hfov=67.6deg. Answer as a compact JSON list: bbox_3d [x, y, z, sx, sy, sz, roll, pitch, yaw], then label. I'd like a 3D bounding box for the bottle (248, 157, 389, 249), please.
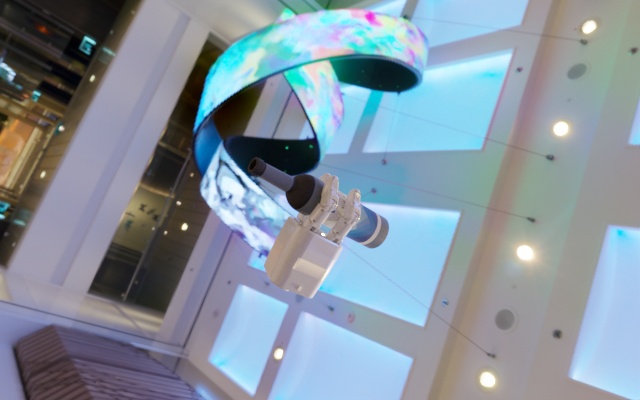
[{"bbox_3d":[0.000,0.003,0.832,0.296,0.069,0.069,29,-17,-34],"label":"bottle"}]
